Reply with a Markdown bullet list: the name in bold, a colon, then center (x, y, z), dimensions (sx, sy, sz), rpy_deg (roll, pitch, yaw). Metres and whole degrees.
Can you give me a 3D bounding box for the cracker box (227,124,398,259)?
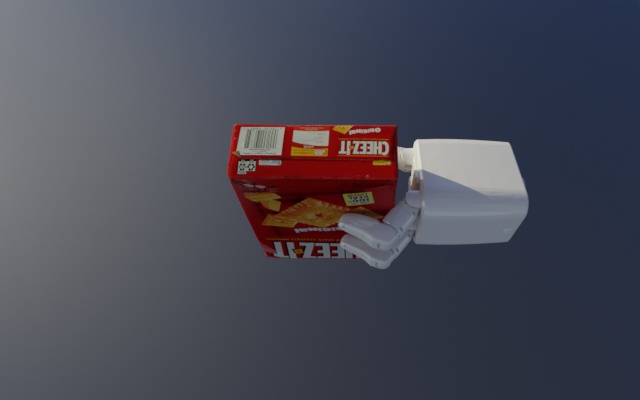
- **cracker box**: center (0.000, 0.002, 0.545), dimensions (0.164, 0.072, 0.214), rpy_deg (1, -28, 5)
